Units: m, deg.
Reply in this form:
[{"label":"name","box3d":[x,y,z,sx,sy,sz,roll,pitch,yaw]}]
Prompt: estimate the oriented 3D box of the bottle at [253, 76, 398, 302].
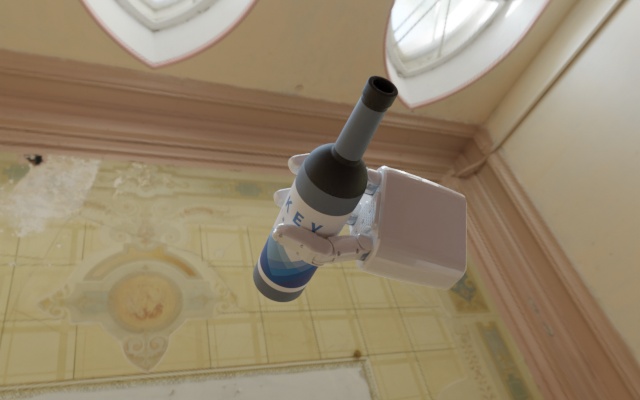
[{"label":"bottle","box3d":[0.000,0.002,0.487,0.069,0.069,0.296,0,-40,-27]}]
